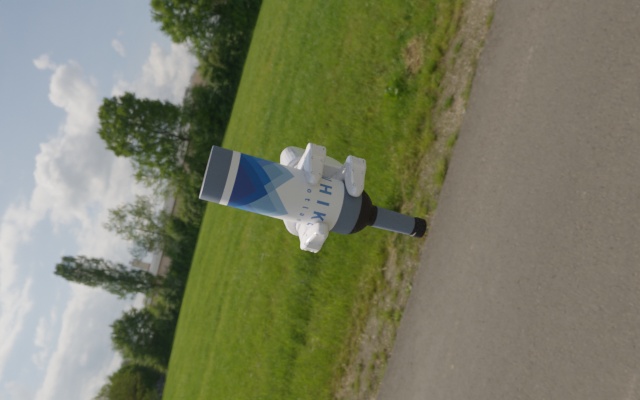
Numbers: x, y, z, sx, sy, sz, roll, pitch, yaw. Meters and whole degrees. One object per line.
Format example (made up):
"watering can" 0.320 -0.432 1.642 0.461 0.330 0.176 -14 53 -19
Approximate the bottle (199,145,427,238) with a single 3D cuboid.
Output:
"bottle" 0.000 0.002 0.610 0.296 0.069 0.069 15 -4 -15
